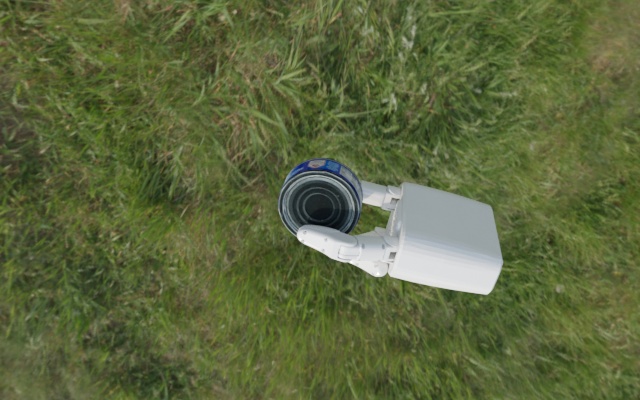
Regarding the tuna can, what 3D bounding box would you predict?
[{"bbox_3d":[0.000,0.002,0.492,0.086,0.086,0.033,0,25,9],"label":"tuna can"}]
